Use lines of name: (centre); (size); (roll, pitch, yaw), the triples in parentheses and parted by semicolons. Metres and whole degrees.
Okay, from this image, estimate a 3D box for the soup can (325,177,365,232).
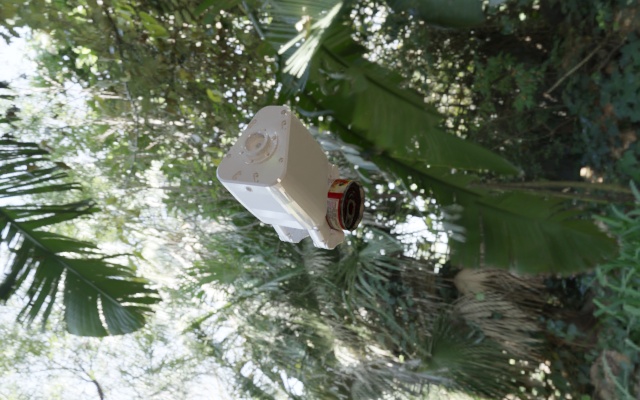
soup can: (0.000, 0.002, 0.648); (0.102, 0.068, 0.068); (7, 3, 29)
